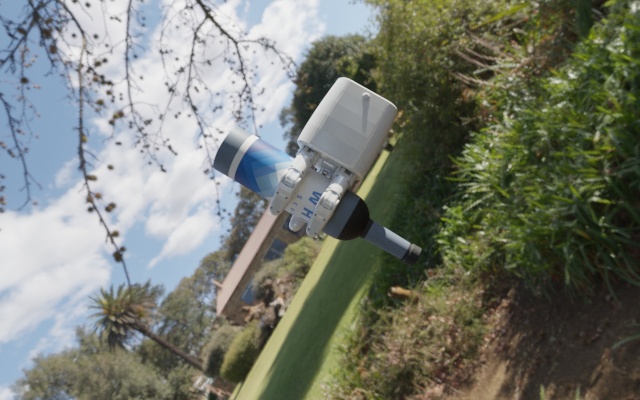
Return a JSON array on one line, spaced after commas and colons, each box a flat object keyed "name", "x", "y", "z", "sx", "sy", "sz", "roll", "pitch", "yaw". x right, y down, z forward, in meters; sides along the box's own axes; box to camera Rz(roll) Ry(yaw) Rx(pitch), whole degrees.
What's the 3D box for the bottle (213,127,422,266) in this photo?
[{"name": "bottle", "x": 0.000, "y": 0.002, "z": 0.639, "sx": 0.295, "sy": 0.069, "sz": 0.069, "roll": 30, "pitch": 2, "yaw": 3}]
